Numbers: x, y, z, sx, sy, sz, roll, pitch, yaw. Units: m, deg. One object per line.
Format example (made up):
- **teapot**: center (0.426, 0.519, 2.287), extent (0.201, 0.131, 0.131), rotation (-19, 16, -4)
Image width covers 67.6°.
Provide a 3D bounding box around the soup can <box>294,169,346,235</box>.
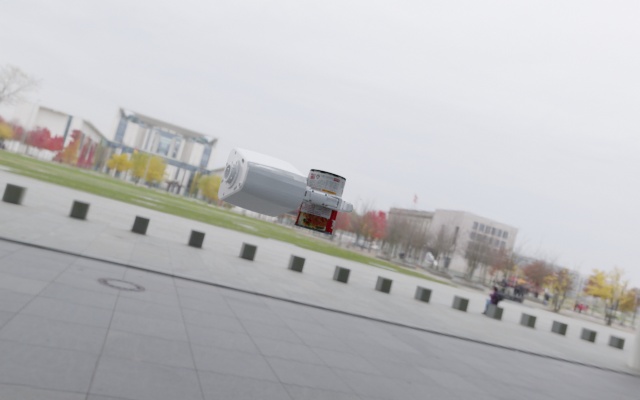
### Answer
- **soup can**: center (0.001, 0.003, 0.829), extent (0.068, 0.102, 0.068), rotation (15, -3, 1)
